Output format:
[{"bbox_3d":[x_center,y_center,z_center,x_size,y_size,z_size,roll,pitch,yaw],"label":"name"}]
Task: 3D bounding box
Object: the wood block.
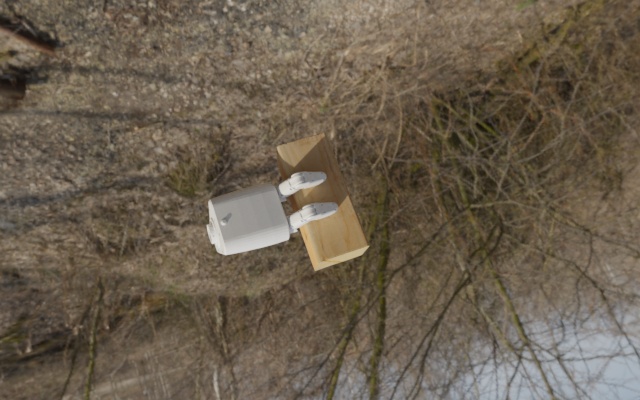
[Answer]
[{"bbox_3d":[0.000,0.003,0.813,0.090,0.206,0.091,-18,-14,-9],"label":"wood block"}]
